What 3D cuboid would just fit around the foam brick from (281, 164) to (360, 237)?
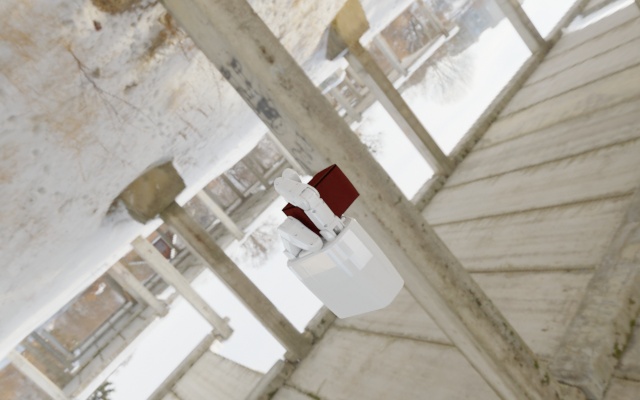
[{"bbox_3d":[0.000,0.002,0.601,0.078,0.051,0.053,-47,12,-25],"label":"foam brick"}]
